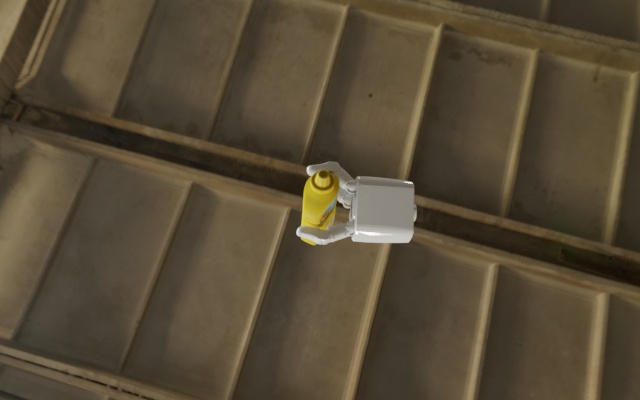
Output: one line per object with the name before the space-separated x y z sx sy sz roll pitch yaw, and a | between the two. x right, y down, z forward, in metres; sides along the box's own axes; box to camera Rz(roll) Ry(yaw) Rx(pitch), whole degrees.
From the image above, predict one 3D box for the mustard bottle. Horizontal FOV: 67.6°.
mustard bottle | 0.000 0.003 0.867 0.058 0.096 0.192 25 -27 10
